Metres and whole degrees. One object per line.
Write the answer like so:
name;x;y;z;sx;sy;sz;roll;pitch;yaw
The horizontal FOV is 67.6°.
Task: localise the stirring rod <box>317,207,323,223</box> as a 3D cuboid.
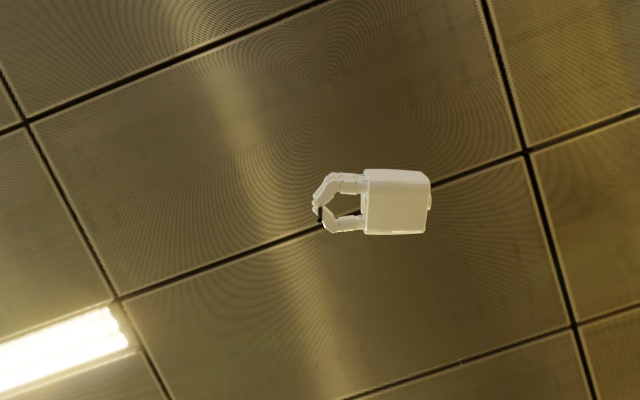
stirring rod;0.000;0.003;0.862;0.011;0.011;0.239;0;14;1
